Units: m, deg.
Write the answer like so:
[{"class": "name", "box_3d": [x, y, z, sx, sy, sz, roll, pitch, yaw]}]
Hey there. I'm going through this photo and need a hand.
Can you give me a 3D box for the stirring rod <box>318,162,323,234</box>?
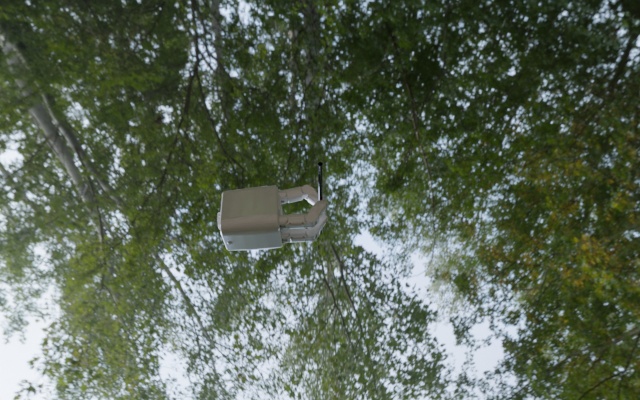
[{"class": "stirring rod", "box_3d": [0.000, 0.003, 0.887, 0.011, 0.011, 0.240, 0, -31, 0]}]
